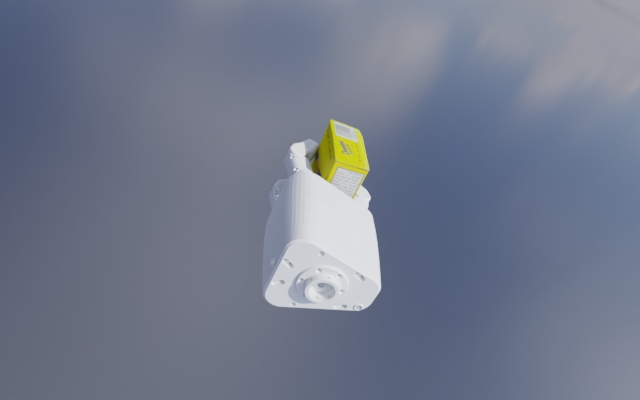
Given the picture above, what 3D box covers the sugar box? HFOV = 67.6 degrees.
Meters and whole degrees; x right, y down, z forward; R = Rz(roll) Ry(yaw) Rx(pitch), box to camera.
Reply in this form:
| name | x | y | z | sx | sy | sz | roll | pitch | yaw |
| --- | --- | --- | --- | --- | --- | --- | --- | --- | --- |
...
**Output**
| name | x | y | z | sx | sy | sz | roll | pitch | yaw |
| --- | --- | --- | --- | --- | --- | --- | --- | --- | --- |
| sugar box | 0.000 | 0.002 | 0.577 | 0.048 | 0.176 | 0.093 | 18 | 34 | -15 |
